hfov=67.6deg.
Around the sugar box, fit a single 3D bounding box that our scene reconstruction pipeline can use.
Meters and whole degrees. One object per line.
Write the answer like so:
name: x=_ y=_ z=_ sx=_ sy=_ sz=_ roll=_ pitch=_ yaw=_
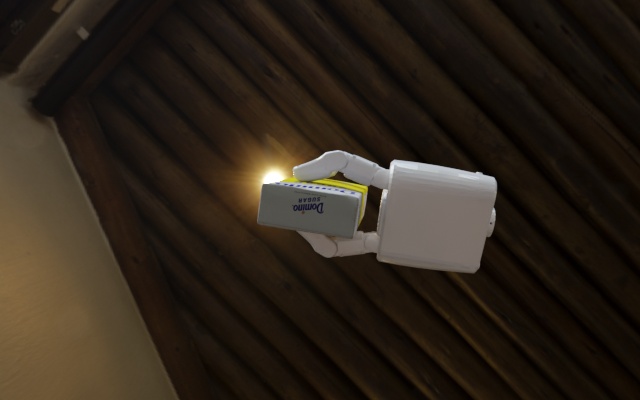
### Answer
sugar box: x=0.000 y=0.001 z=0.518 sx=0.093 sy=0.048 sz=0.176 roll=9 pitch=4 yaw=7
